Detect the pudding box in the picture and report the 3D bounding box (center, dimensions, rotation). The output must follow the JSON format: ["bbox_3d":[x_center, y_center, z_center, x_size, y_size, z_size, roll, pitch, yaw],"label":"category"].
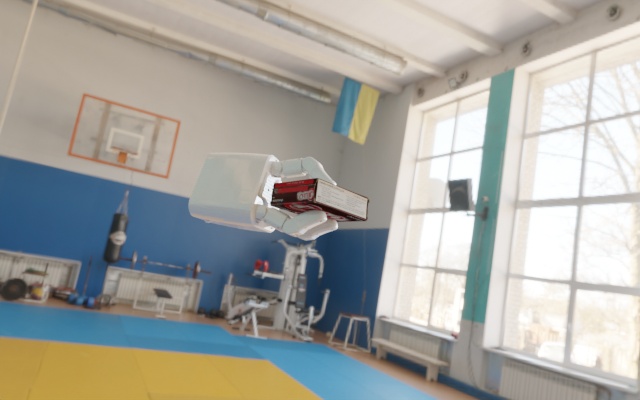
[{"bbox_3d":[0.000,0.002,0.675,0.090,0.039,0.113,-3,-14,45],"label":"pudding box"}]
